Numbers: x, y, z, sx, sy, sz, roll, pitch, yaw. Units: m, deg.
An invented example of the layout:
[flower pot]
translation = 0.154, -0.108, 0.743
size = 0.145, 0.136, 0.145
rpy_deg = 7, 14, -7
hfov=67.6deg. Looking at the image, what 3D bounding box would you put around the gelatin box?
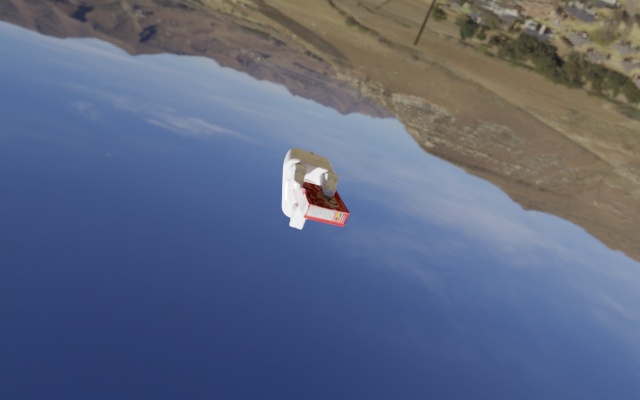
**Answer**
[gelatin box]
translation = 0.000, 0.003, 0.788
size = 0.073, 0.030, 0.089
rpy_deg = 14, 24, -21
